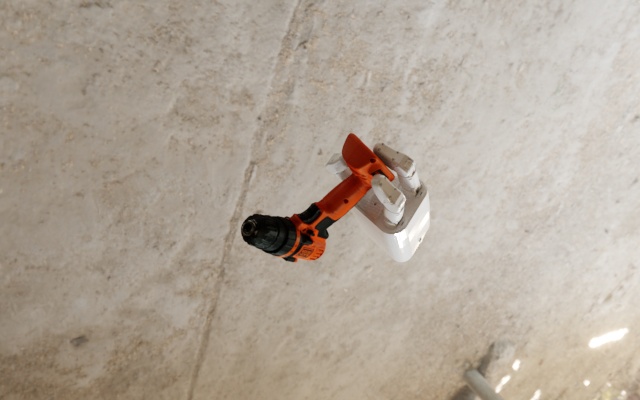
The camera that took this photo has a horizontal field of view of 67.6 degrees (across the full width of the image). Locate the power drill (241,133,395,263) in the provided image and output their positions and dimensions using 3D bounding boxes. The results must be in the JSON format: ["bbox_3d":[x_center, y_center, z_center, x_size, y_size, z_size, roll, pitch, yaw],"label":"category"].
[{"bbox_3d":[0.001,0.002,0.622,0.188,0.057,0.184,-44,-24,10],"label":"power drill"}]
